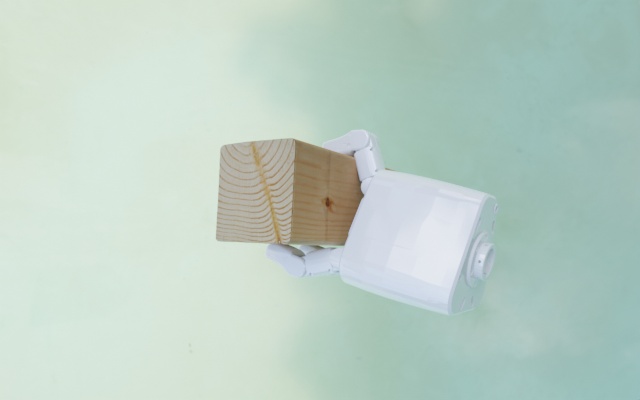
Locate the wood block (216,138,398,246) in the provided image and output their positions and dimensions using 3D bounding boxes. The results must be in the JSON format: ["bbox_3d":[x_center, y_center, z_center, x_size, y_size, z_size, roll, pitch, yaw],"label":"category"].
[{"bbox_3d":[0.000,0.001,0.497,0.090,0.091,0.206,-1,-6,35],"label":"wood block"}]
